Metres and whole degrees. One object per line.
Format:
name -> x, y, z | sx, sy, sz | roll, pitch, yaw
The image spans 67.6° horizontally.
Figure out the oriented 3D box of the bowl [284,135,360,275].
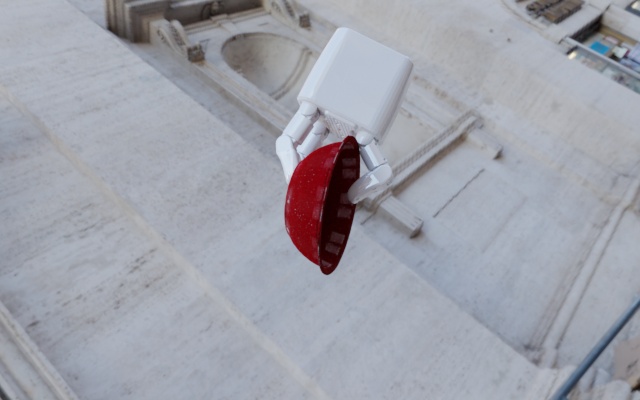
bowl -> -0.001, 0.003, 0.551 | 0.055, 0.162, 0.162 | 10, 3, 15
